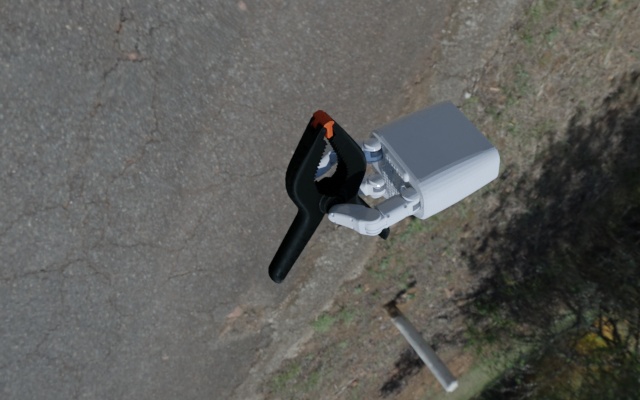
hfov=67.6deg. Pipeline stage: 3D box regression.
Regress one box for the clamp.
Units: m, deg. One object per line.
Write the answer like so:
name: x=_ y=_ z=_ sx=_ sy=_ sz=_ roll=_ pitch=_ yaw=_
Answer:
clamp: x=0.001 y=0.002 z=0.533 sx=0.164 sy=0.210 sz=0.036 roll=-26 pitch=44 yaw=-14
